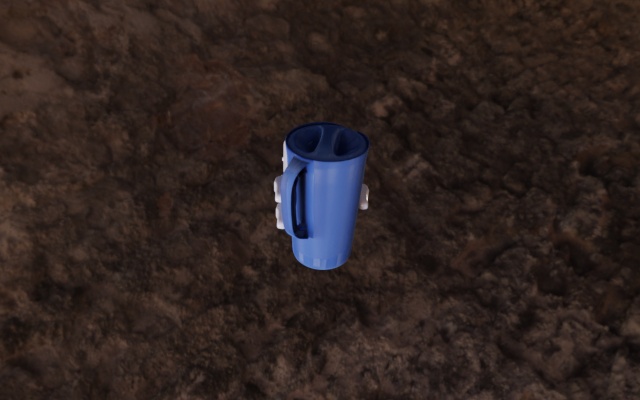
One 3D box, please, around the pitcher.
[{"bbox_3d":[0.000,0.003,0.811,0.149,0.243,0.145,-5,36,-10],"label":"pitcher"}]
